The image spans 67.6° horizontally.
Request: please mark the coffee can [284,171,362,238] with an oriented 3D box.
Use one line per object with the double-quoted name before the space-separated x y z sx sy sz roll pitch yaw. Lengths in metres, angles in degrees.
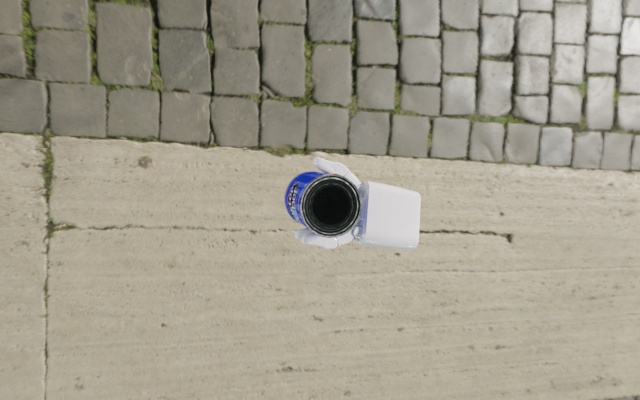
"coffee can" 0.000 0.003 0.820 0.103 0.103 0.140 0 5 -15
